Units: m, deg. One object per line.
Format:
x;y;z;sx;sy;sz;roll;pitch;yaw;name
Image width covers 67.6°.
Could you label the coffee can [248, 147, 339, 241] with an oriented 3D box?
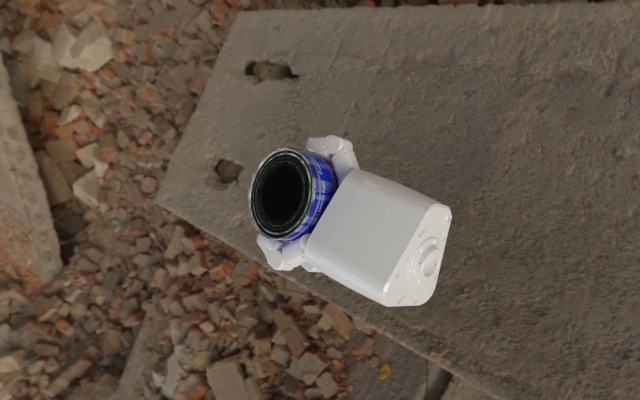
0.000;0.002;0.570;0.103;0.103;0.140;0;-8;41;coffee can
